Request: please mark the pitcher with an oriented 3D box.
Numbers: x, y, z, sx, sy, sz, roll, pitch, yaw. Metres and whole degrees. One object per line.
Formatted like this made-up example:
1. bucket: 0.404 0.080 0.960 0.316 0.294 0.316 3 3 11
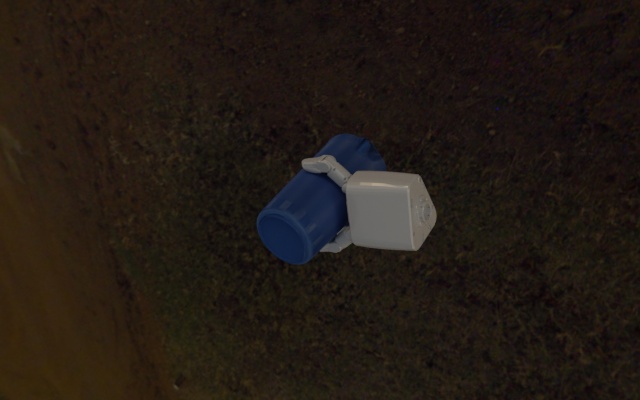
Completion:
1. pitcher: 0.000 0.003 0.821 0.145 0.149 0.242 5 35 36
